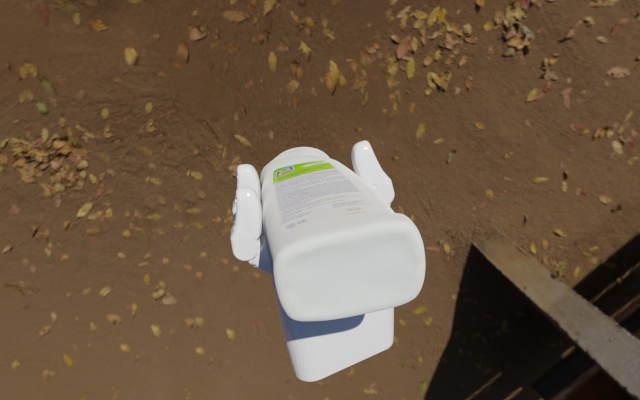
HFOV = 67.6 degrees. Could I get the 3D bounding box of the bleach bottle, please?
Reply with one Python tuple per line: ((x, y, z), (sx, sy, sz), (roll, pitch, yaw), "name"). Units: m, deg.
((0.000, 0.001, 0.415), (0.102, 0.068, 0.250), (-11, 23, -5), "bleach bottle")
